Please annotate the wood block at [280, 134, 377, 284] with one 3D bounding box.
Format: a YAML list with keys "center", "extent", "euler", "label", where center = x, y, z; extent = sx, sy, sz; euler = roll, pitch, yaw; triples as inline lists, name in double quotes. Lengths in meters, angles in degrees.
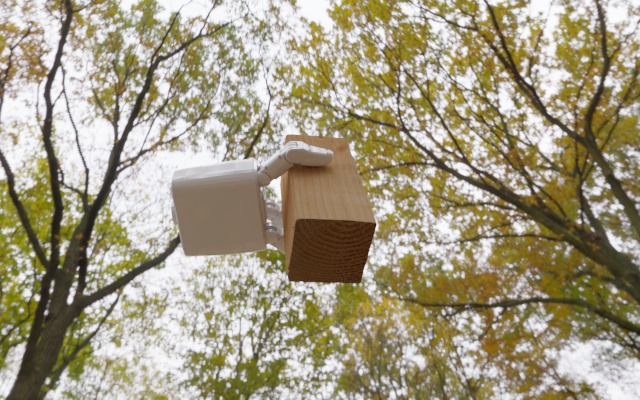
- center: [0.000, 0.002, 0.611]
  extent: [0.090, 0.091, 0.206]
  euler: [3, 33, -10]
  label: "wood block"
